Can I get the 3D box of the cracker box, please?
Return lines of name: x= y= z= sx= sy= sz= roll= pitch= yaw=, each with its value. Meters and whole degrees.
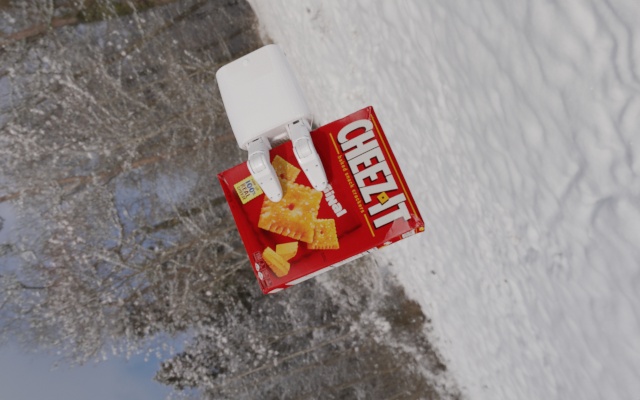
cracker box: x=0.000 y=0.002 z=0.599 sx=0.214 sy=0.164 sz=0.072 roll=-24 pitch=-11 yaw=7
